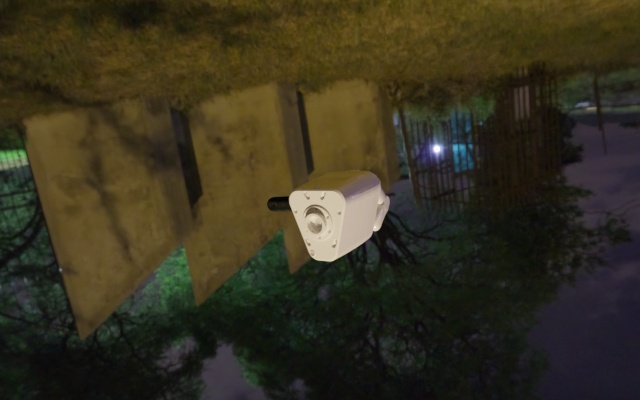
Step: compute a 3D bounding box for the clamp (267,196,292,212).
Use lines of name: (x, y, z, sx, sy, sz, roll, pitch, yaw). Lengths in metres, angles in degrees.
clamp: (0.000, 0.003, 0.797, 0.171, 0.039, 0.120, 1, 14, 33)
